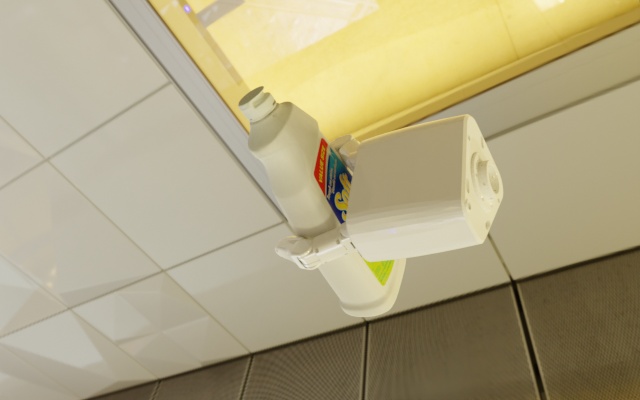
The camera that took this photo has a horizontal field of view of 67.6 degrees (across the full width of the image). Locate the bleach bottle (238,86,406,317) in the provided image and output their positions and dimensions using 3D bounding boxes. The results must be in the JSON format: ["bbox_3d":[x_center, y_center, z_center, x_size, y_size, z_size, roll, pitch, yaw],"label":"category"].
[{"bbox_3d":[0.000,0.002,0.478,0.068,0.251,0.102,-13,36,36],"label":"bleach bottle"}]
